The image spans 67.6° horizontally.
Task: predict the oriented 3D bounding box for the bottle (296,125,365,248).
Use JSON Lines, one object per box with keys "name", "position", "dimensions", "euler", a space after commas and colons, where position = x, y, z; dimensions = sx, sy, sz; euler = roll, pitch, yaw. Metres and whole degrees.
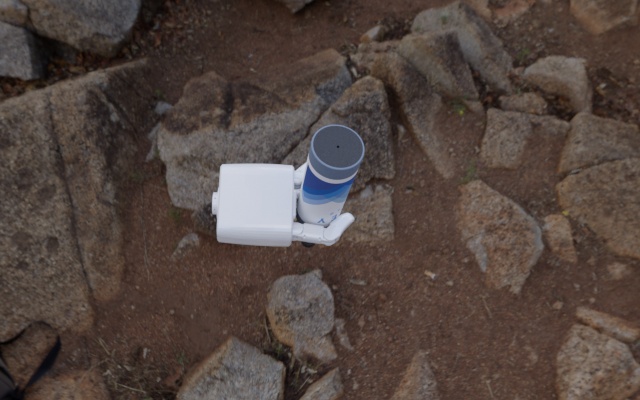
{"name": "bottle", "position": [0.000, 0.002, 0.710], "dimensions": [0.069, 0.069, 0.296], "euler": [0, -28, -9]}
